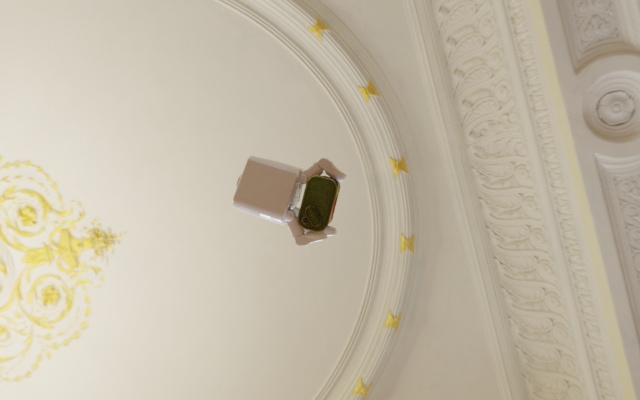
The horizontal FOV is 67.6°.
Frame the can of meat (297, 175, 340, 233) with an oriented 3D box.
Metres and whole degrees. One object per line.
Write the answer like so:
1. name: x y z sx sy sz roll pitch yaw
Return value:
1. can of meat: 0.000 0.003 0.898 0.057 0.102 0.084 15 6 7
